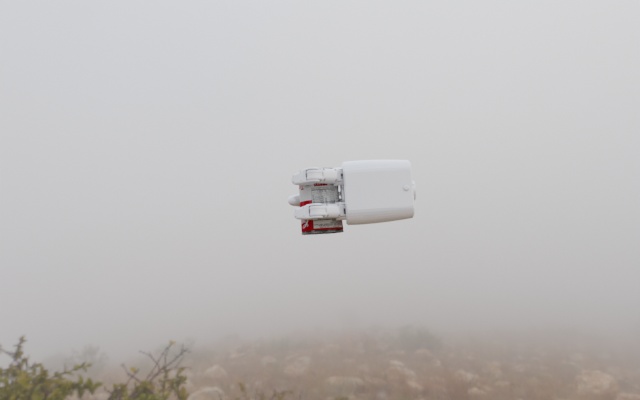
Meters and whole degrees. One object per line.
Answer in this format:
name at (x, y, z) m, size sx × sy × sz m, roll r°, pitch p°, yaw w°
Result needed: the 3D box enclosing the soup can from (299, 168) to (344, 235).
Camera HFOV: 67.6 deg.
soup can at (0.000, 0.002, 0.771) m, size 0.068 × 0.102 × 0.068 m, roll -4°, pitch -6°, yaw 0°
